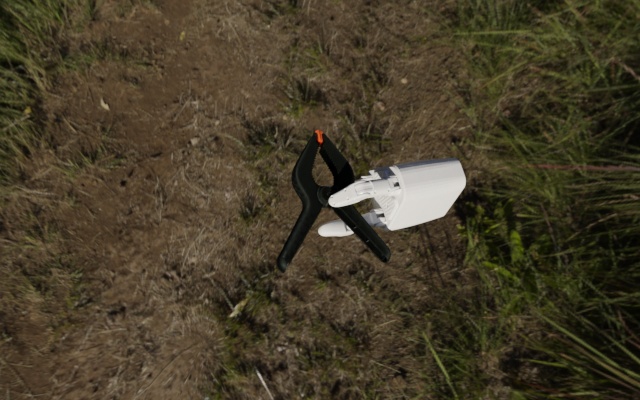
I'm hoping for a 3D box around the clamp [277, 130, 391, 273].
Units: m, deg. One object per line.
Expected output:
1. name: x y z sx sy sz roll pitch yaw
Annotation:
1. clamp: 0.000 0.001 0.679 0.164 0.210 0.036 -10 -14 -21
